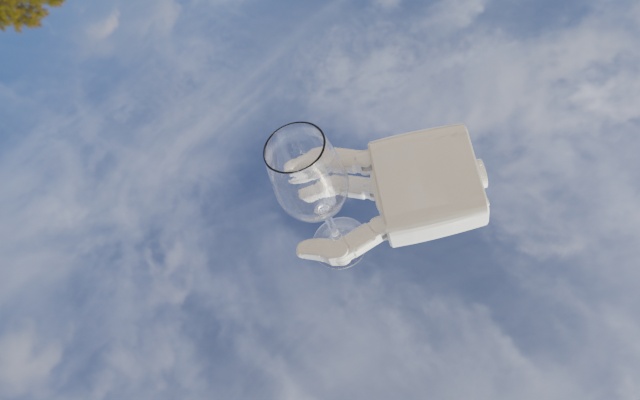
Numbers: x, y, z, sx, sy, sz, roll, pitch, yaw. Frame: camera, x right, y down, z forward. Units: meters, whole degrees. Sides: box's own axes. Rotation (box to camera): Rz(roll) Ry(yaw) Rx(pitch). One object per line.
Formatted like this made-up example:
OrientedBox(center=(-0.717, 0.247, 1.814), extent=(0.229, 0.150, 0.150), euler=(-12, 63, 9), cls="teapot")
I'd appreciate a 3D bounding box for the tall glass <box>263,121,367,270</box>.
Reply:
OrientedBox(center=(0.000, 0.002, 0.525), extent=(0.079, 0.079, 0.201), euler=(0, -31, 18), cls="tall glass")
